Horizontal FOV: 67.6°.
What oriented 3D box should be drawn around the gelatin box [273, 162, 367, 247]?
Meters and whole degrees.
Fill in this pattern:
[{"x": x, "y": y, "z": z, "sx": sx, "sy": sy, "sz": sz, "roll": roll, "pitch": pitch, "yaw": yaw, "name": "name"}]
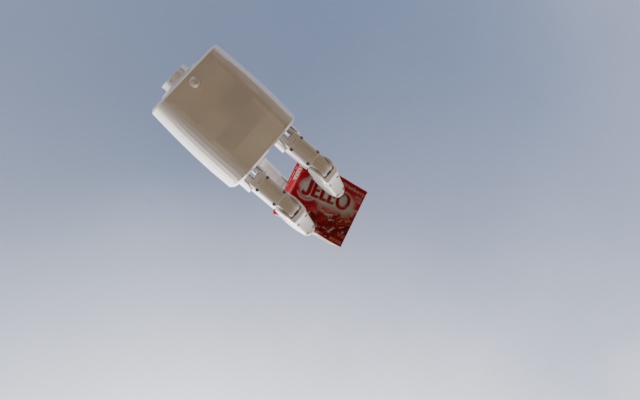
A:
[{"x": 0.000, "y": 0.002, "z": 0.548, "sx": 0.089, "sy": 0.073, "sz": 0.030, "roll": 30, "pitch": -8, "yaw": -25, "name": "gelatin box"}]
